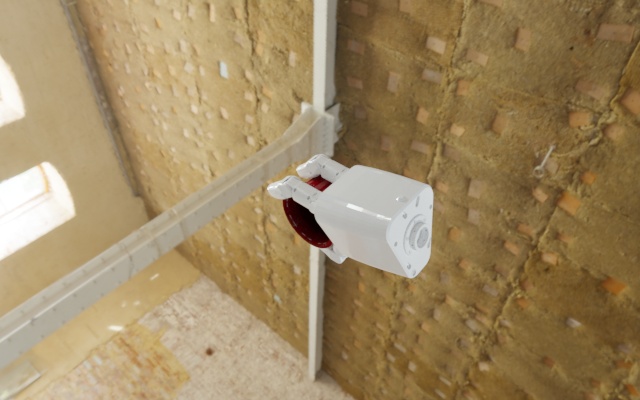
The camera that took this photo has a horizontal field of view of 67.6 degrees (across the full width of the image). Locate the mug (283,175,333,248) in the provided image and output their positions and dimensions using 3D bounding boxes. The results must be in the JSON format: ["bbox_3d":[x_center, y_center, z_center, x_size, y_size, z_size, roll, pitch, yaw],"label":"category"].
[{"bbox_3d":[-0.001,0.002,0.666,0.117,0.093,0.081,20,46,40],"label":"mug"}]
